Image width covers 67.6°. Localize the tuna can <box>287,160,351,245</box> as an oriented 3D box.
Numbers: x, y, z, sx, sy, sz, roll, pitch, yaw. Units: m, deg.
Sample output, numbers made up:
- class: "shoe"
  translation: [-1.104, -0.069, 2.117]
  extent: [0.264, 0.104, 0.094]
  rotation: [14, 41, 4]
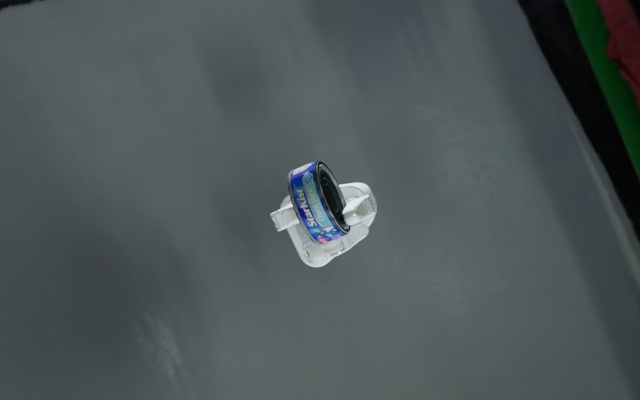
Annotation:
- class: "tuna can"
  translation: [0.001, 0.001, 0.505]
  extent: [0.034, 0.086, 0.086]
  rotation: [-22, -6, 15]
